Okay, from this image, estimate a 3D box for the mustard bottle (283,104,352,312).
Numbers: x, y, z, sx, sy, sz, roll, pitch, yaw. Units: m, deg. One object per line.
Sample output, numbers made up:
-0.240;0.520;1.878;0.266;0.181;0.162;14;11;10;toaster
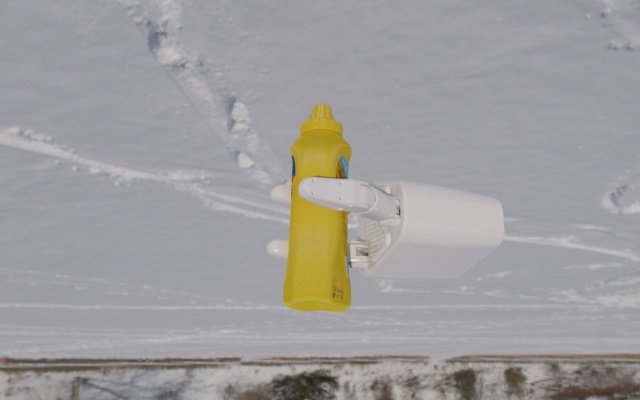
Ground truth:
0.000;0.002;0.435;0.058;0.191;0.096;-1;-17;8;mustard bottle
